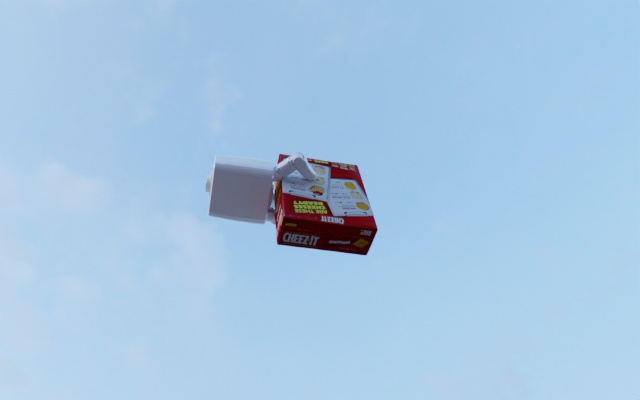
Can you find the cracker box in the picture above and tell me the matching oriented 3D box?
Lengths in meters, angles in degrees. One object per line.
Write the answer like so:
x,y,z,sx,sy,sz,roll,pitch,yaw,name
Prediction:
0.000,0.003,0.882,0.164,0.072,0.213,8,34,-12,cracker box
